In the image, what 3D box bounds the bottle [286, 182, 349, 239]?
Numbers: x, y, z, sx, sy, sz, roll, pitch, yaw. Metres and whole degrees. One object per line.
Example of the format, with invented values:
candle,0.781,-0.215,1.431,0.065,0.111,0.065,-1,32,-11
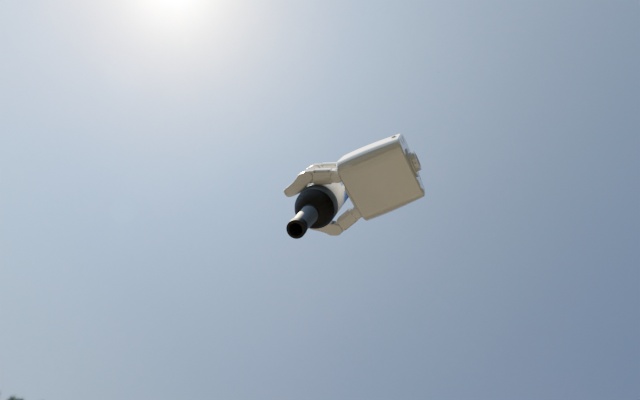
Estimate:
bottle,0.000,0.003,0.788,0.069,0.069,0.295,0,15,14
